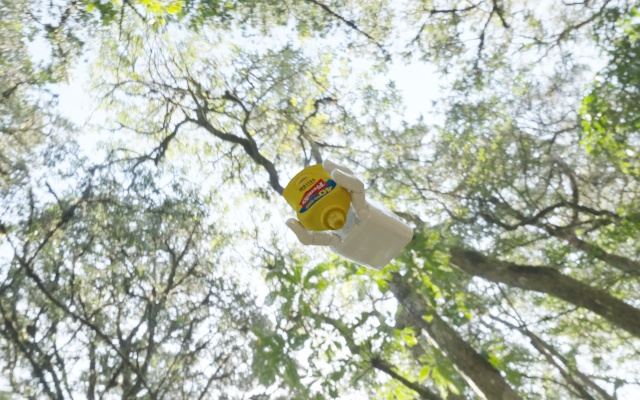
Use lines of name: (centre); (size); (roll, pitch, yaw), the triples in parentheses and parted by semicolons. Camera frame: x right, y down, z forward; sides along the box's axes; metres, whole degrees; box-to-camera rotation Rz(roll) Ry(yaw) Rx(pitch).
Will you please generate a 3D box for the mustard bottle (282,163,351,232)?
mustard bottle: (0.000, 0.002, 0.809); (0.096, 0.058, 0.191); (-37, 28, -1)
